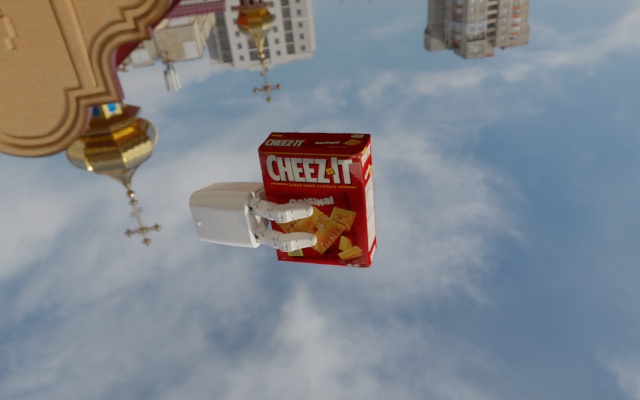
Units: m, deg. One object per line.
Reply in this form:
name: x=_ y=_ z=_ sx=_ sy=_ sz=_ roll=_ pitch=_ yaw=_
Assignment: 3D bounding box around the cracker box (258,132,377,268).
cracker box: x=0.000 y=0.003 z=0.764 sx=0.164 sy=0.214 sz=0.072 roll=3 pitch=32 yaw=17
